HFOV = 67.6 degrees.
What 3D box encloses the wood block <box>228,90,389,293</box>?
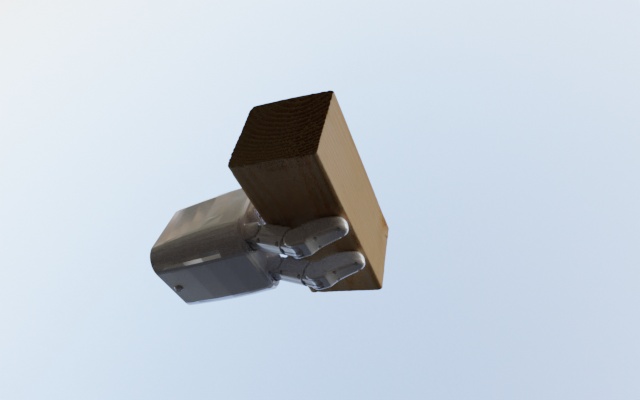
[{"bbox_3d":[0.000,0.002,0.499,0.090,0.090,0.206,-7,-44,21],"label":"wood block"}]
